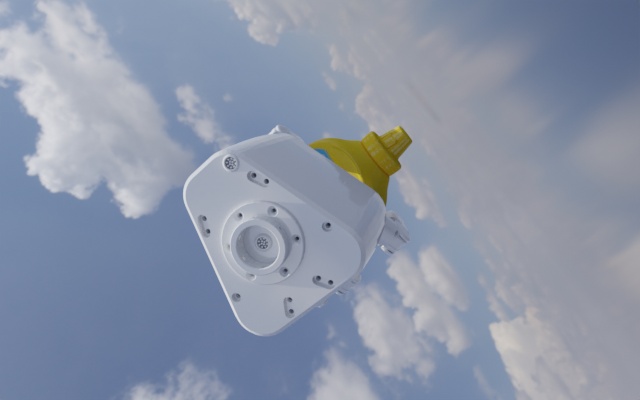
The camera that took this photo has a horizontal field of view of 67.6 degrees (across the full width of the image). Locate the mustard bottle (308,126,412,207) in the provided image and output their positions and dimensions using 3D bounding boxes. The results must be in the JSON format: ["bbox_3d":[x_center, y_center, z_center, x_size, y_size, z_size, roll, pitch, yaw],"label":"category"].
[{"bbox_3d":[0.000,0.002,0.426,0.192,0.096,0.058,-39,-22,16],"label":"mustard bottle"}]
